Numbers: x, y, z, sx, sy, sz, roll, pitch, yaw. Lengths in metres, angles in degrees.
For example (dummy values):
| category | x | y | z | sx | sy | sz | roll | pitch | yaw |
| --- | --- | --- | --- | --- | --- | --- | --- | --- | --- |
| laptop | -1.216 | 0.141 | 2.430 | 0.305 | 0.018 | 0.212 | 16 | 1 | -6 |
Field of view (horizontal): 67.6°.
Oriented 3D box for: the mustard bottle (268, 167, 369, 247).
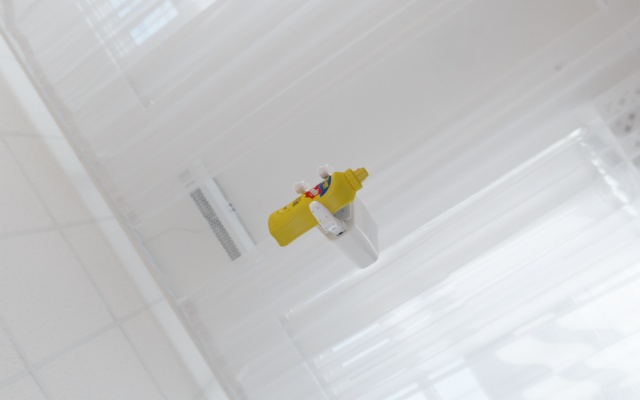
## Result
| category | x | y | z | sx | sy | sz | roll | pitch | yaw |
| --- | --- | --- | --- | --- | --- | --- | --- | --- | --- |
| mustard bottle | 0.000 | 0.003 | 0.827 | 0.191 | 0.058 | 0.096 | -33 | 14 | 11 |
